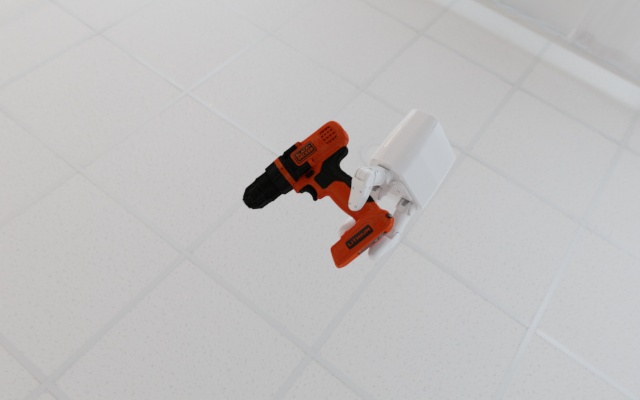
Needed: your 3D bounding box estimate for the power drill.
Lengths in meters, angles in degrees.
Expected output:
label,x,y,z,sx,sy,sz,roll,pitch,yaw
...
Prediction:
label,x,y,z,sx,sy,sz,roll,pitch,yaw
power drill,0.001,0.002,0.690,0.184,0.187,0.057,-38,-13,5
